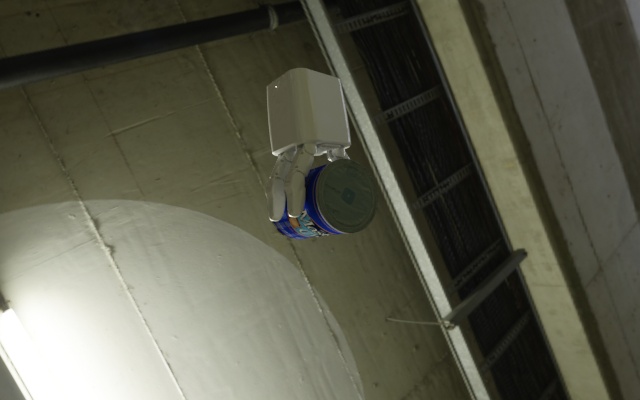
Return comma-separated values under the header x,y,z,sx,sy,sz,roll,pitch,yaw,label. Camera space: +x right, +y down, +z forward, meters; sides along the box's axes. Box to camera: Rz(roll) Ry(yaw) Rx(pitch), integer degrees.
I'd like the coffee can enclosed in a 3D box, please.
x,y,z,sx,sy,sz,roll,pitch,yaw,label
0.000,0.002,0.703,0.103,0.103,0.140,0,-7,-34,coffee can
